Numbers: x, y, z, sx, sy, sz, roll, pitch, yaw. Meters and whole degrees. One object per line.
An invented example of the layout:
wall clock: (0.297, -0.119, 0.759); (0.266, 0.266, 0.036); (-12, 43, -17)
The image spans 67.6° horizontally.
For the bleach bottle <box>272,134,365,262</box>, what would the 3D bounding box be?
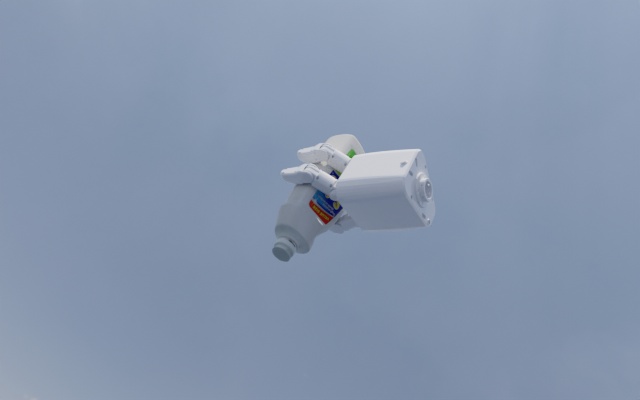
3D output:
bleach bottle: (0.000, 0.002, 0.742); (0.068, 0.103, 0.250); (-5, 36, 34)
